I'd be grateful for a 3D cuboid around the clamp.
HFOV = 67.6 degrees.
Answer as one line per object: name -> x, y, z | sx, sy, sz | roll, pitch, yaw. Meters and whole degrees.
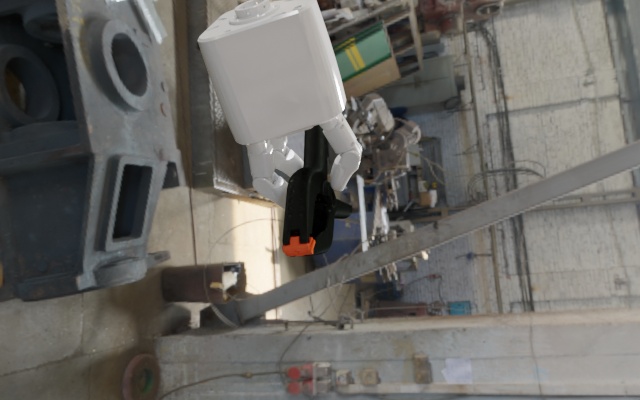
clamp -> 0.001, 0.002, 0.539 | 0.036, 0.165, 0.209 | -8, 36, 17
